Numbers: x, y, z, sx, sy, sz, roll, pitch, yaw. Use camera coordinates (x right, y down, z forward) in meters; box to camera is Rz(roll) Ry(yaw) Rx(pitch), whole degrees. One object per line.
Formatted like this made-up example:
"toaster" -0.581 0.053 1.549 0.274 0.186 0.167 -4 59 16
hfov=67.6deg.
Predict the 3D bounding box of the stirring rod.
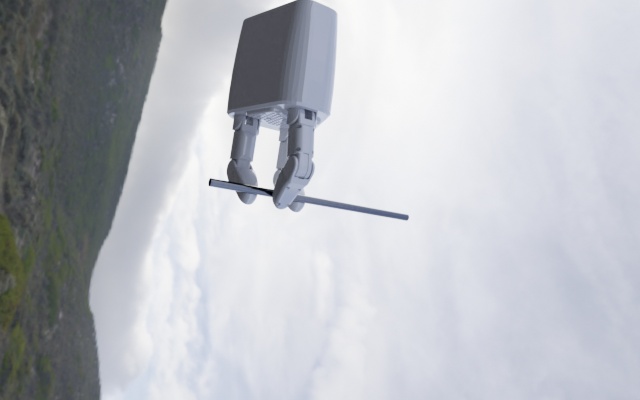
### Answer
"stirring rod" 0.000 0.002 0.499 0.239 0.011 0.011 10 -5 -31
